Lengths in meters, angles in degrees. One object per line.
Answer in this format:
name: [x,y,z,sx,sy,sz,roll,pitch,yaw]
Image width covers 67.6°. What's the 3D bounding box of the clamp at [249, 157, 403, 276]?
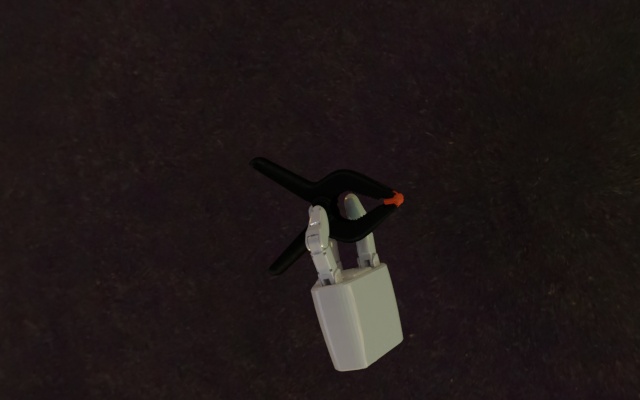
clamp: [0.000,0.002,0.623,0.210,0.164,0.036,-15,1,24]
